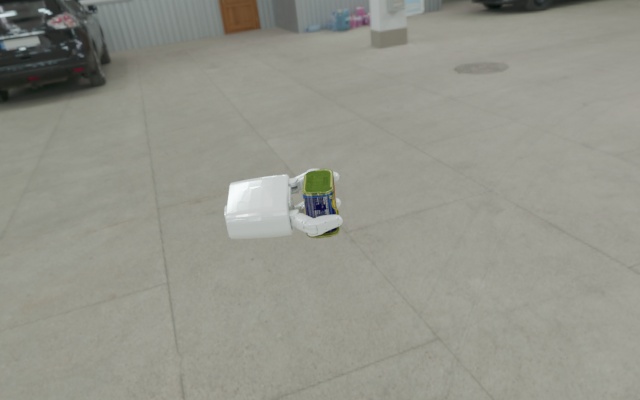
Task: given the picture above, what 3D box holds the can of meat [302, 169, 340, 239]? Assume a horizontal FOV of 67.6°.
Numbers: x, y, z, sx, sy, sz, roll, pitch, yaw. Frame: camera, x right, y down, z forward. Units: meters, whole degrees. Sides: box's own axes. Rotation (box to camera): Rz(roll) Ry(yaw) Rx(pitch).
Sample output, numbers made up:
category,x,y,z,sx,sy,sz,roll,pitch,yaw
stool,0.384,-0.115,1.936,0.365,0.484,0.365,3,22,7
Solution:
category,x,y,z,sx,sy,sz,roll,pitch,yaw
can of meat,0.000,0.002,0.820,0.057,0.084,0.102,-5,27,4
